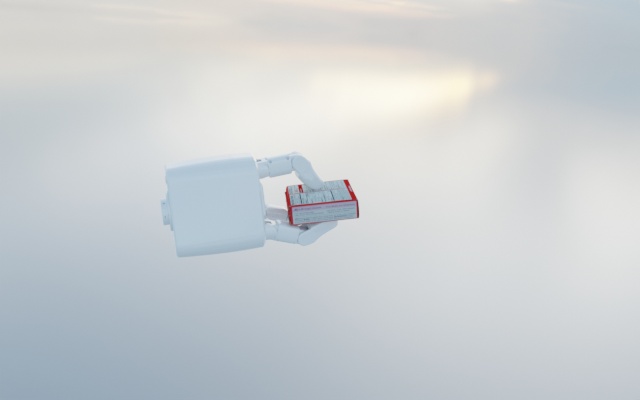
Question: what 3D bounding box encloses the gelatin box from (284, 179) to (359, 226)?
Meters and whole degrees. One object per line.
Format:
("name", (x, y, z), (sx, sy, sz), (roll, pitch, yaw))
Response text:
("gelatin box", (0.000, 0.002, 0.620), (0.089, 0.030, 0.073), (-7, 23, -5))
